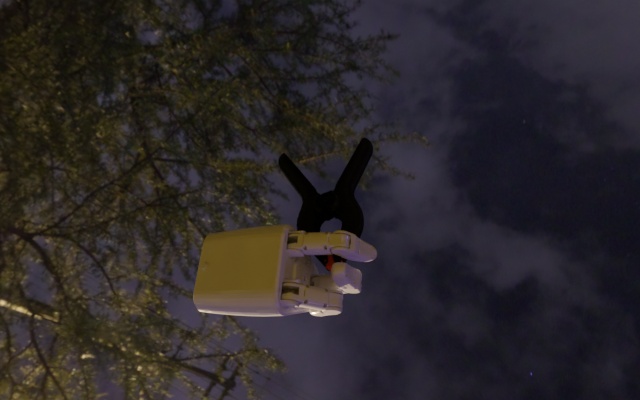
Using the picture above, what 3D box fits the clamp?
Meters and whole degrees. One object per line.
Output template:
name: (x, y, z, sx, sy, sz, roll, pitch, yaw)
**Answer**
clamp: (0.000, 0.002, 0.572, 0.120, 0.171, 0.039, -5, -30, 20)
